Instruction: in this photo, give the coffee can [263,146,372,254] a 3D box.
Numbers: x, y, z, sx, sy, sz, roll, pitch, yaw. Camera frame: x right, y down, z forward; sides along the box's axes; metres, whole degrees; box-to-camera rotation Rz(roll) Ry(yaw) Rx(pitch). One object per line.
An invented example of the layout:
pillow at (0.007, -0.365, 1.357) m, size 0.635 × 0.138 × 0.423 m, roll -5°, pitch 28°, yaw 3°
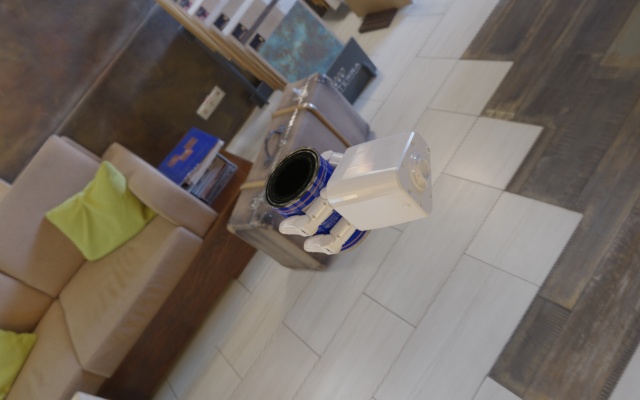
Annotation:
coffee can at (0.000, 0.002, 0.705) m, size 0.103 × 0.102 × 0.140 m, roll 0°, pitch -31°, yaw 45°
